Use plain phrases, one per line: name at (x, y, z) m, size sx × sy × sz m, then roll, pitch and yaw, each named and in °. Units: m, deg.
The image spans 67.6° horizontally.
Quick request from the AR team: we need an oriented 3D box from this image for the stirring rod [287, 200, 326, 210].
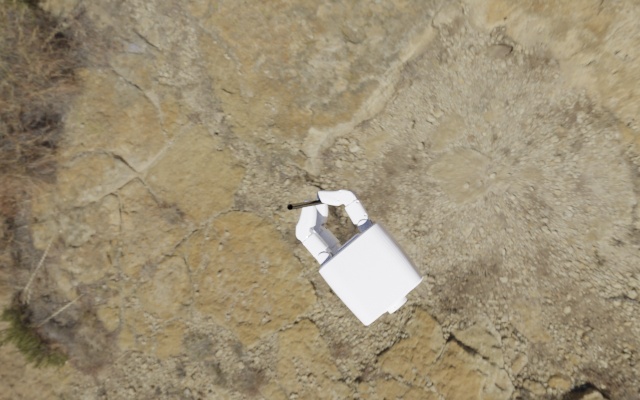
stirring rod at (0.000, 0.002, 0.723) m, size 0.011 × 0.011 × 0.239 m, roll 0°, pitch 3°, yaw 19°
